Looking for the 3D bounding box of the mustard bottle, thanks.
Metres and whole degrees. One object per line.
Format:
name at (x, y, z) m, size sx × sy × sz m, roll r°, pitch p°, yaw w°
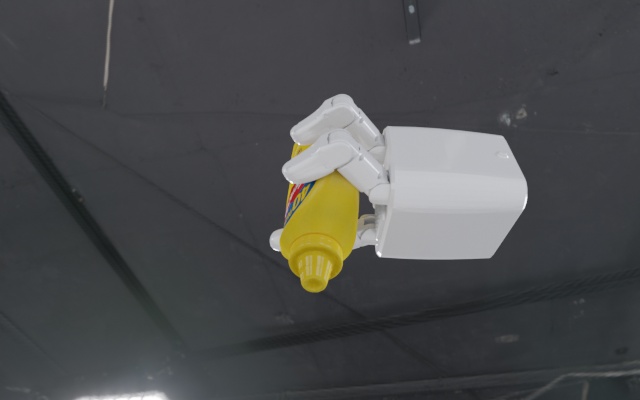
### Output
mustard bottle at (0.000, 0.001, 0.417) m, size 0.058 × 0.096 × 0.191 m, roll 22°, pitch 36°, yaw -14°
